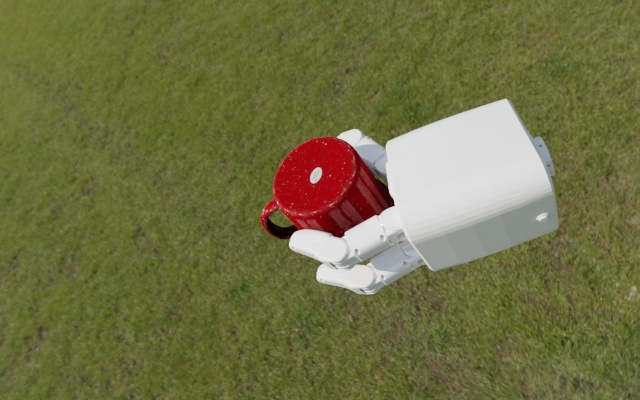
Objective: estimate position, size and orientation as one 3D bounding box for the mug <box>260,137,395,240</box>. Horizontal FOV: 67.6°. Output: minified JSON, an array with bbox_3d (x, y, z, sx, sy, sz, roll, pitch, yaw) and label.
[{"bbox_3d":[-0.001,0.002,0.429,0.117,0.093,0.081,-22,-38,16],"label":"mug"}]
